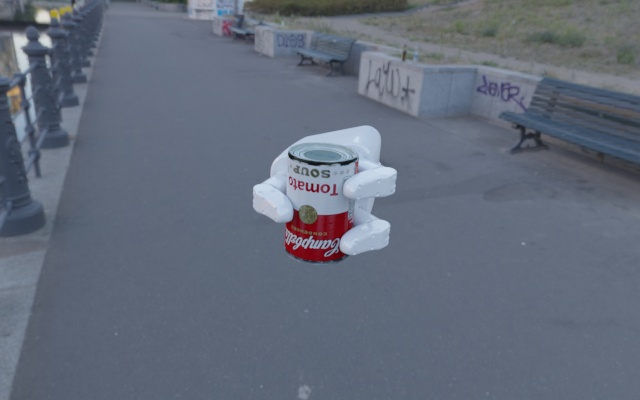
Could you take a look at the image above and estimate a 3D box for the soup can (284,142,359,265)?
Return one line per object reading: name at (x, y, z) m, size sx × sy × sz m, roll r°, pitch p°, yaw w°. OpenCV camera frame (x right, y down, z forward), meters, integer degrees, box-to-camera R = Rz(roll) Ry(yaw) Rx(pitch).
soup can at (0.000, 0.001, 0.461) m, size 0.068 × 0.102 × 0.068 m, roll 3°, pitch 22°, yaw -1°
